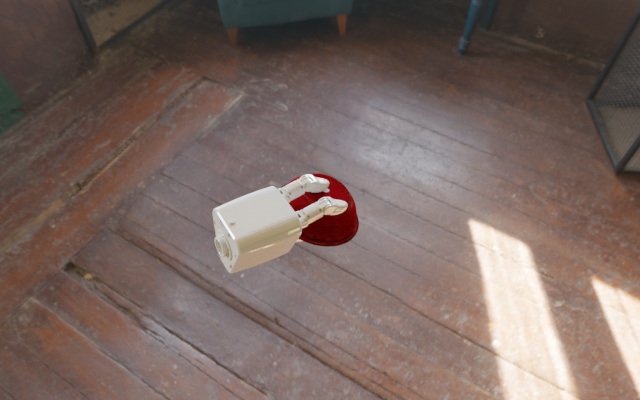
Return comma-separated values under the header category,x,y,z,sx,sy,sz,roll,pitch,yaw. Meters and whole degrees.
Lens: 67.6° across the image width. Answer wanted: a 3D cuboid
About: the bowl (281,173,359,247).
category,x,y,z,sx,sy,sz,roll,pitch,yaw
bowl,0.001,0.002,0.832,0.162,0.055,0.162,14,39,-12
